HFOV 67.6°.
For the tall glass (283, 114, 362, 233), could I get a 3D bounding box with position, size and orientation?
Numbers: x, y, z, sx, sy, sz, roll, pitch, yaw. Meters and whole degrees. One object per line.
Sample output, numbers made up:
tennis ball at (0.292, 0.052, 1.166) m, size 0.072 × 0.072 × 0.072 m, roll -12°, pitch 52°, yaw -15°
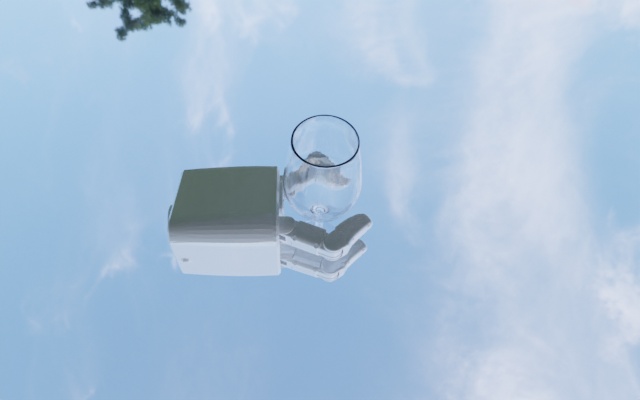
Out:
tall glass at (0.000, 0.002, 0.503) m, size 0.079 × 0.079 × 0.201 m, roll 0°, pitch -34°, yaw -3°
